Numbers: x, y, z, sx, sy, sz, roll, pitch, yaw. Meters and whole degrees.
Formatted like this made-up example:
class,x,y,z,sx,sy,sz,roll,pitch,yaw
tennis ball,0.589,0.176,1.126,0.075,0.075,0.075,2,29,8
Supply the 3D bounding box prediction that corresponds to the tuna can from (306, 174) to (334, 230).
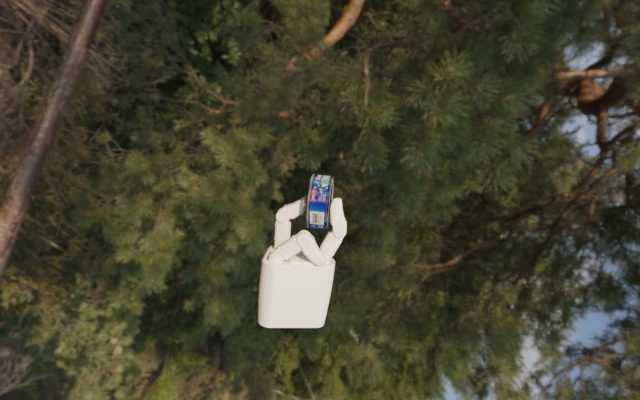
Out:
class,x,y,z,sx,sy,sz,roll,pitch,yaw
tuna can,0.001,0.002,0.750,0.034,0.086,0.086,6,0,5
